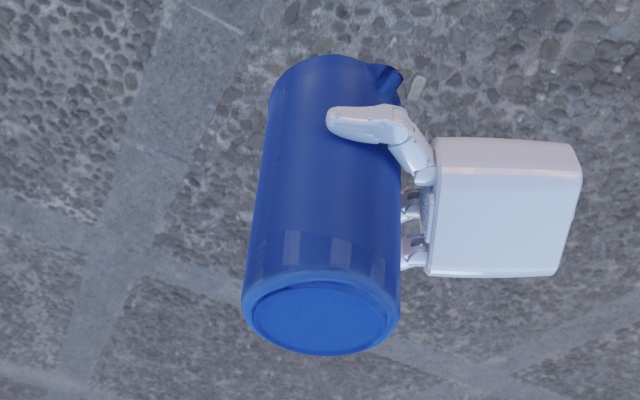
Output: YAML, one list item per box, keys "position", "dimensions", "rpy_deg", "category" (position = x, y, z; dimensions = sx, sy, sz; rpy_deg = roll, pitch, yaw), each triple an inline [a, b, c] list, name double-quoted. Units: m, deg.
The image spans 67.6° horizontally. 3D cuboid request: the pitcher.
- position: [0.000, 0.001, 0.405]
  dimensions: [0.145, 0.242, 0.149]
  rpy_deg: [2, -44, 4]
  category: "pitcher"
